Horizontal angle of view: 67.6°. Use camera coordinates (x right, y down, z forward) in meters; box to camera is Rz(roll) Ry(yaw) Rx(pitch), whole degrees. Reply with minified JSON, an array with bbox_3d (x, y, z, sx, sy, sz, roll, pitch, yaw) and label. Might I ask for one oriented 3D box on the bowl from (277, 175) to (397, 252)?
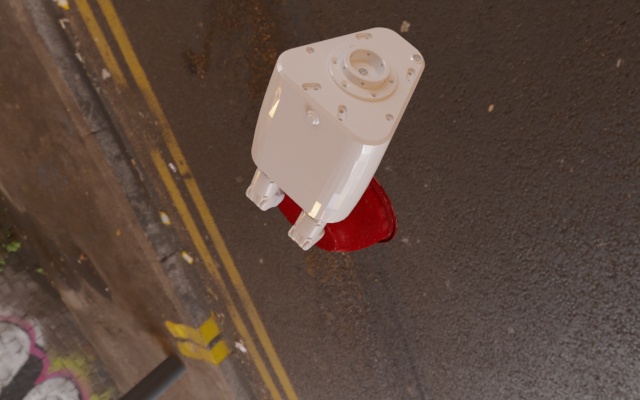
[{"bbox_3d":[0.000,0.003,0.502,0.055,0.162,0.162,-44,19,-20],"label":"bowl"}]
